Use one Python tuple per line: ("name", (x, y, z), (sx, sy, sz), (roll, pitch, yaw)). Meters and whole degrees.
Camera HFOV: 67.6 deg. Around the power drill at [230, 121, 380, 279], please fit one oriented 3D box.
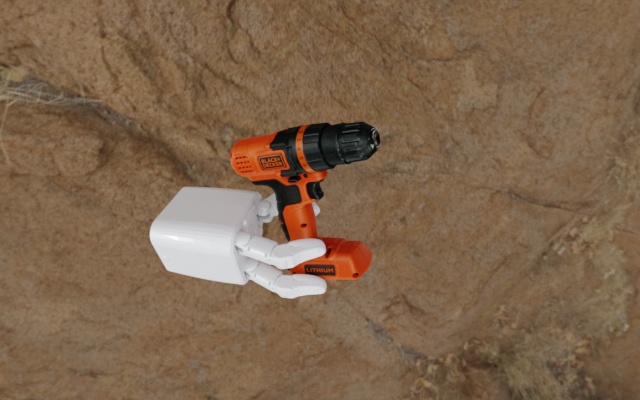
("power drill", (0.000, 0.002, 0.553), (0.184, 0.188, 0.057), (-3, 27, 32))
